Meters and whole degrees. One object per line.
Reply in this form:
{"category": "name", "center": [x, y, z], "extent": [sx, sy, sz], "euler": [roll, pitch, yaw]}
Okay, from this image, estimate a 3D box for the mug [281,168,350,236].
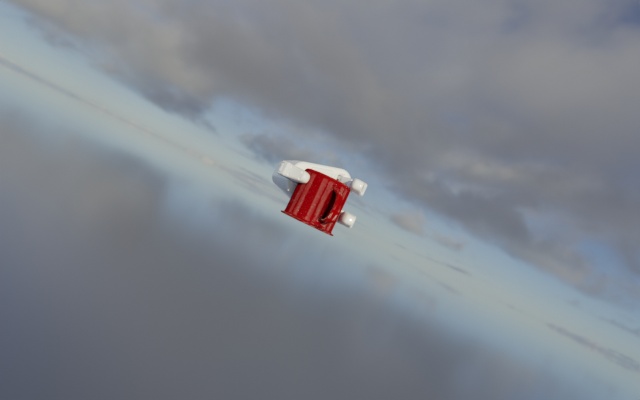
{"category": "mug", "center": [0.001, 0.002, 0.748], "extent": [0.093, 0.081, 0.117], "euler": [26, -2, -24]}
